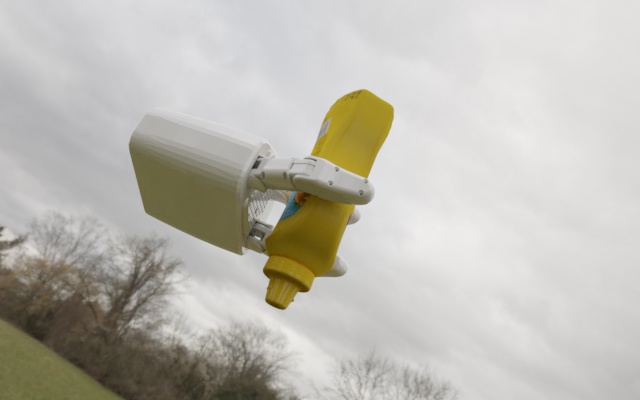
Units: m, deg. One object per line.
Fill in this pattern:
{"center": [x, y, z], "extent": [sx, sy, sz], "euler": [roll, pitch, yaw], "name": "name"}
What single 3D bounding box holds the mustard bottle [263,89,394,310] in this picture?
{"center": [0.000, 0.001, 0.407], "extent": [0.058, 0.191, 0.096], "euler": [30, -25, -12], "name": "mustard bottle"}
